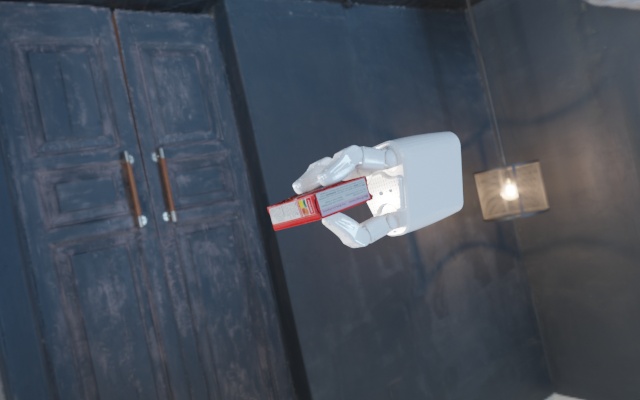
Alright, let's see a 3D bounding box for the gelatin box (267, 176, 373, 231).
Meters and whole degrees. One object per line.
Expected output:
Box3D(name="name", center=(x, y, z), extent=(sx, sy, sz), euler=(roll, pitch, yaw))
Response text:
Box3D(name="gelatin box", center=(0.000, 0.002, 0.510), extent=(0.073, 0.030, 0.089), euler=(-15, 4, 44))
